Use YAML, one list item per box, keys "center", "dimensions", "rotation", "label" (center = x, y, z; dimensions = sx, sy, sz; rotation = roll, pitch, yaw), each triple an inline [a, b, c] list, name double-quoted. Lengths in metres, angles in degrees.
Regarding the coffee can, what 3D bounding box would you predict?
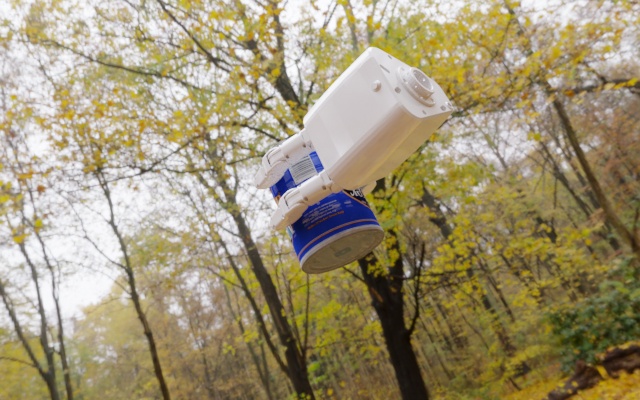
- center: [0.000, 0.002, 0.568]
  dimensions: [0.103, 0.140, 0.103]
  rotation: [-20, -24, -10]
  label: "coffee can"
